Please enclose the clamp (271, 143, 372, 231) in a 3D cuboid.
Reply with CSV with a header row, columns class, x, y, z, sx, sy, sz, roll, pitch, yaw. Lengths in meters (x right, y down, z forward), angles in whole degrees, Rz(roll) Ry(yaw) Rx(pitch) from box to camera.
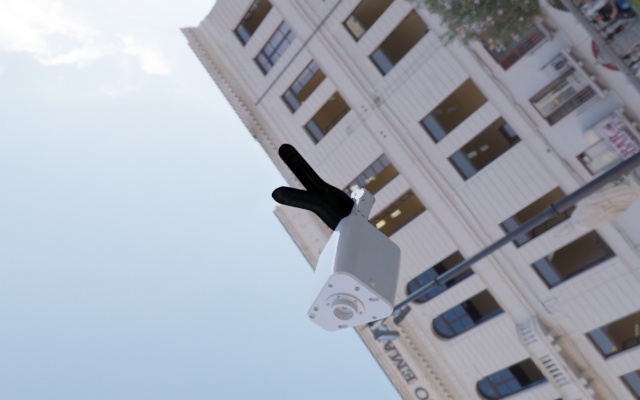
class,x,y,z,sx,sy,sz,roll,pitch,yaw
clamp,0.000,0.003,0.656,0.039,0.171,0.120,-42,18,34
